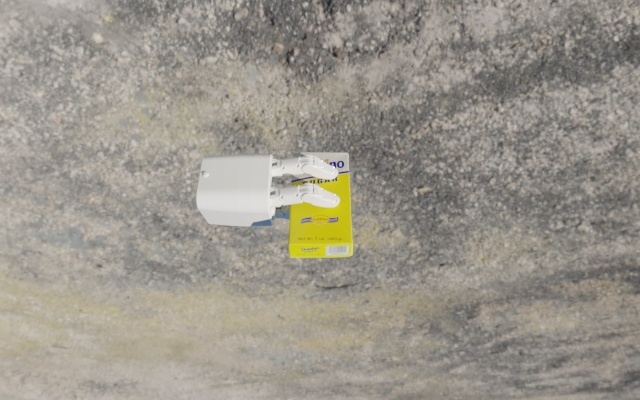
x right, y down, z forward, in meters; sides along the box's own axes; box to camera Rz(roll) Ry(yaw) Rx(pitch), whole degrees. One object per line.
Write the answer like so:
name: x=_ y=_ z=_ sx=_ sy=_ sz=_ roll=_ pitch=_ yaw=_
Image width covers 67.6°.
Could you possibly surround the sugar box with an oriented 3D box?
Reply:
sugar box: x=0.000 y=0.002 z=0.733 sx=0.093 sy=0.176 sz=0.048 roll=0 pitch=-35 yaw=-1
